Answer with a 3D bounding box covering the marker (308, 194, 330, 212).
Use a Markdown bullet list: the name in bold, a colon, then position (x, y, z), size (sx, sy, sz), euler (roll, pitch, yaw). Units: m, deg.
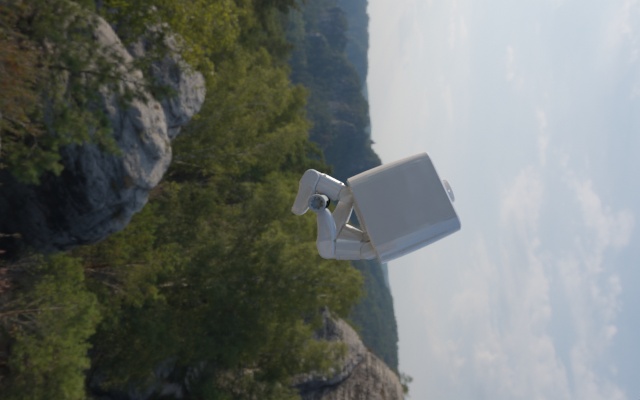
- **marker**: position (0.000, 0.002, 0.558), size (0.020, 0.020, 0.121), euler (0, 1, 4)
